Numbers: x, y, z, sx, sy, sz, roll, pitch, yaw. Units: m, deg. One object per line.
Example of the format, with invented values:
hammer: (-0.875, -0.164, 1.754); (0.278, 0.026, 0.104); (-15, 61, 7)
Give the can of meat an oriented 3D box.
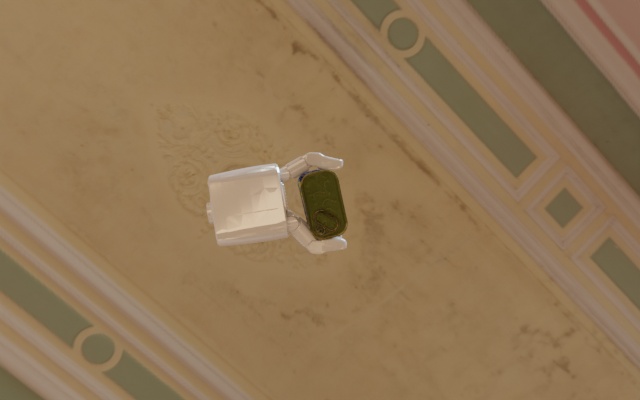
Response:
can of meat: (0.000, 0.002, 0.741); (0.057, 0.102, 0.084); (-14, 8, -7)
